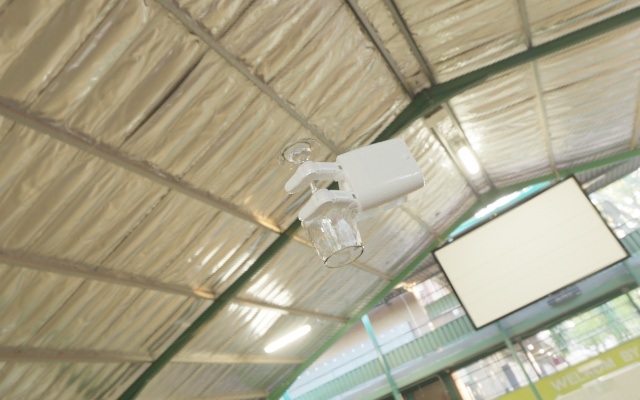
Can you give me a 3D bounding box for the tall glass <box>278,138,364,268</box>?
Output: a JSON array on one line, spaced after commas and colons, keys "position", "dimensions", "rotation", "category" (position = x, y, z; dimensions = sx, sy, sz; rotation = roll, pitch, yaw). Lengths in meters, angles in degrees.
[{"position": [0.000, 0.002, 0.738], "dimensions": [0.079, 0.201, 0.079], "rotation": [-17, -29, -10], "category": "tall glass"}]
